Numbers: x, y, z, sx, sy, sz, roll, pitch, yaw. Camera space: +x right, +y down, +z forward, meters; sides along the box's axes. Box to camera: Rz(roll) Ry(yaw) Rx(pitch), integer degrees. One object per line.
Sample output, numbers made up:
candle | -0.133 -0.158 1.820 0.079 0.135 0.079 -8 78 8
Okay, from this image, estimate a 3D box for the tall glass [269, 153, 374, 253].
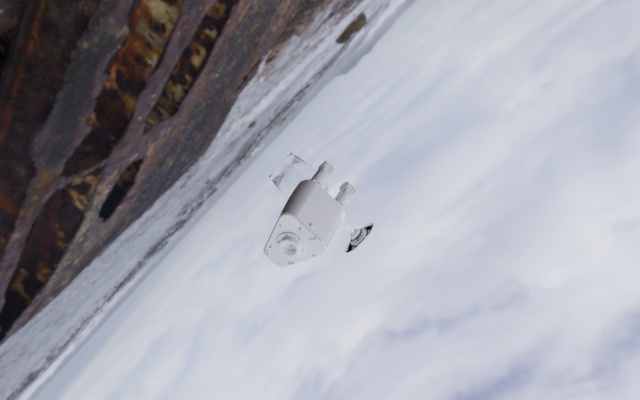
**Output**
tall glass | 0.001 0.003 0.872 0.201 0.079 0.079 43 -8 -9
